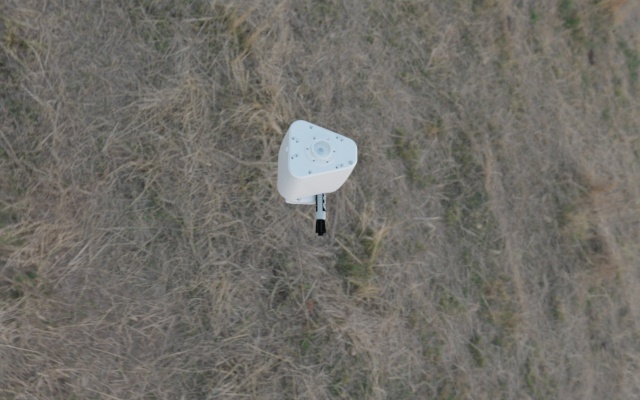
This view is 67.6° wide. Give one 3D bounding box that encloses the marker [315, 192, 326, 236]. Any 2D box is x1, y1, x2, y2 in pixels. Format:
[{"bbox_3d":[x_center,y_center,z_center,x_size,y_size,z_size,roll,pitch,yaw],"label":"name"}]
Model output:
[{"bbox_3d":[0.000,0.003,0.842,0.020,0.121,0.020,0,-15,0],"label":"marker"}]
